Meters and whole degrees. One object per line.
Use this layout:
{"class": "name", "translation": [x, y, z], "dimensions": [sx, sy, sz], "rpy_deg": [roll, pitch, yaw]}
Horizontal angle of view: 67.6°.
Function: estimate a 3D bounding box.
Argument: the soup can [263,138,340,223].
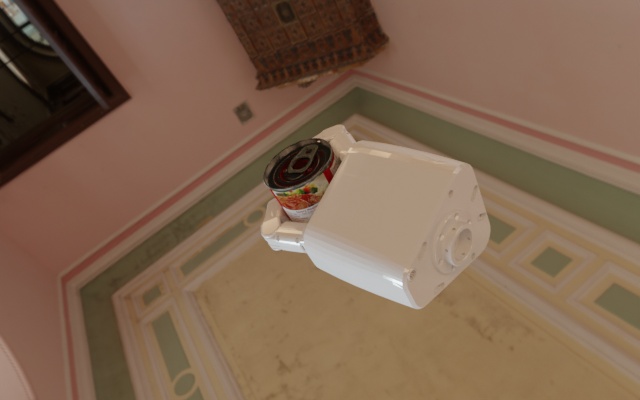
{"class": "soup can", "translation": [0.000, 0.002, 0.452], "dimensions": [0.068, 0.068, 0.102], "rpy_deg": [0, -44, 35]}
